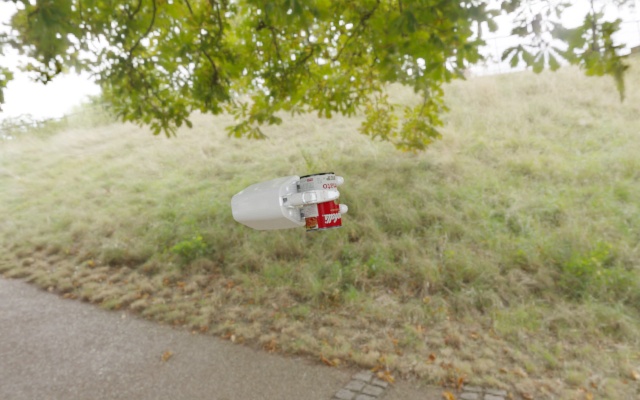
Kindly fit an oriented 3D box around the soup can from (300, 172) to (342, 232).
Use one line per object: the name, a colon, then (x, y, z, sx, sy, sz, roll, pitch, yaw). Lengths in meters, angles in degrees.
soup can: (0.001, 0.003, 0.883, 0.068, 0.102, 0.068, -8, -2, 0)
